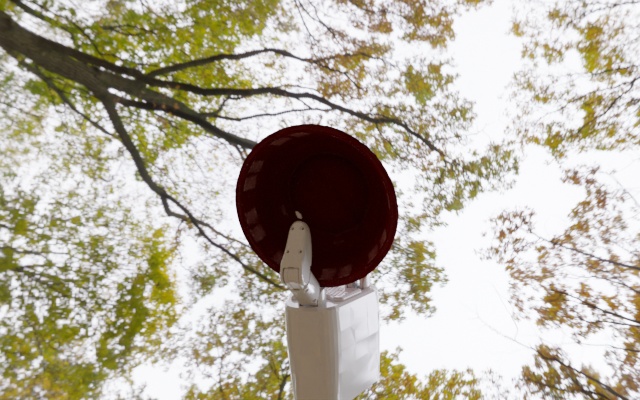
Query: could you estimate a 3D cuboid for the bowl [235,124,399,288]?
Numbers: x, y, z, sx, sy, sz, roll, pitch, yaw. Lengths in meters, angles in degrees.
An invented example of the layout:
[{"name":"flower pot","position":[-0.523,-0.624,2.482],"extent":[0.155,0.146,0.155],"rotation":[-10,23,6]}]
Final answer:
[{"name":"bowl","position":[0.000,0.000,0.470],"extent":[0.162,0.162,0.055],"rotation":[0,17,19]}]
